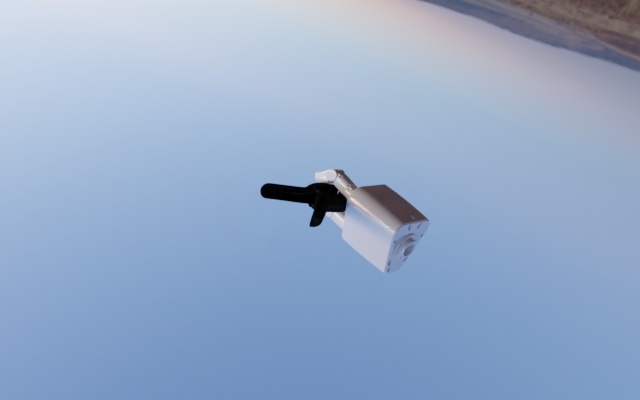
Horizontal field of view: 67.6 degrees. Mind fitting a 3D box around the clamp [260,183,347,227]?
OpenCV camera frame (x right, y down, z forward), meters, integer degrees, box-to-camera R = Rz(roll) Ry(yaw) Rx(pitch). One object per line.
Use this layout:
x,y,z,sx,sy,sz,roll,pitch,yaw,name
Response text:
0.000,0.003,0.775,0.171,0.039,0.120,-7,37,-43,clamp
